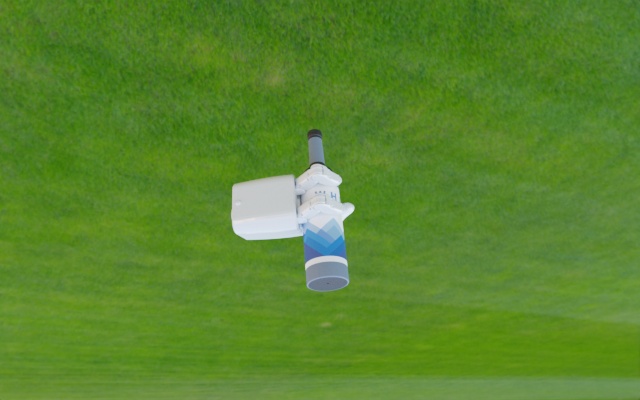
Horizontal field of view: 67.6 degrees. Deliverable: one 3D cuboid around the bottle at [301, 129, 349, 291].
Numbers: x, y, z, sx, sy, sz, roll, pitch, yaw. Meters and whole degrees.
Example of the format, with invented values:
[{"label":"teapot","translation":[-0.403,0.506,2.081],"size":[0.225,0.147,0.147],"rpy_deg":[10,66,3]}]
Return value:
[{"label":"bottle","translation":[0.000,0.003,0.814],"size":[0.069,0.295,0.069],"rpy_deg":[-4,-30,-2]}]
